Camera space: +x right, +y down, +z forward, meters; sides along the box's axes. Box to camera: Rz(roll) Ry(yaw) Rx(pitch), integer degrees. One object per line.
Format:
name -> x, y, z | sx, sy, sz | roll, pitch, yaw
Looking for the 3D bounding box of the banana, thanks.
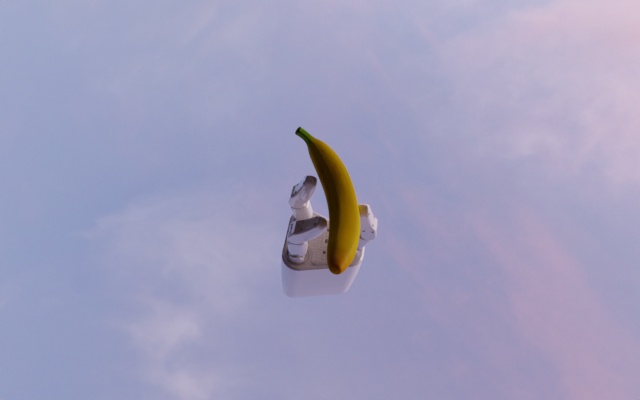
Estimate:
banana -> 0.015, 0.000, 0.573 | 0.069, 0.197, 0.037 | 5, -36, -33
